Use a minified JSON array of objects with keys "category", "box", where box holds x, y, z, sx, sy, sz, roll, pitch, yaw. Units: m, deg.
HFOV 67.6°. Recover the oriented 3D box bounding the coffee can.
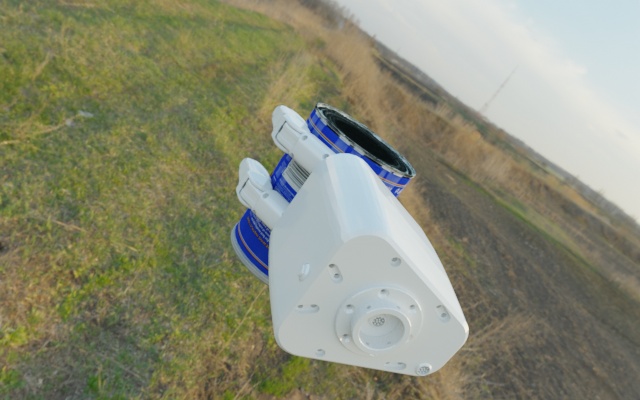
[{"category":"coffee can","box":[0.000,0.001,0.422,0.103,0.140,0.102,32,19,-12]}]
